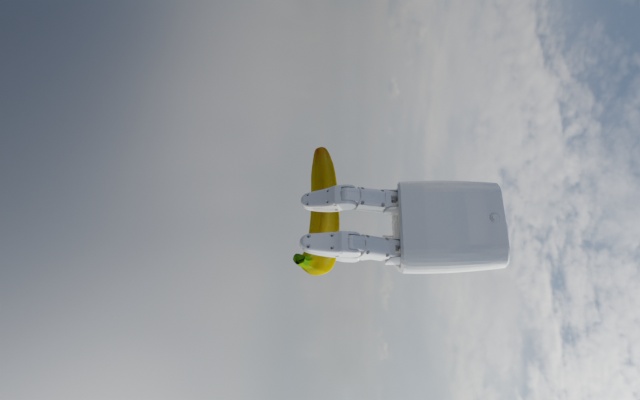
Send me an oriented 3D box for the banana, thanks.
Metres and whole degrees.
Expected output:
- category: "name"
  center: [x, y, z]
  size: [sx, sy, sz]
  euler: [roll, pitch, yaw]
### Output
- category: "banana"
  center: [0.002, 0.018, 0.555]
  size: [0.037, 0.070, 0.197]
  euler: [-3, 40, 8]
